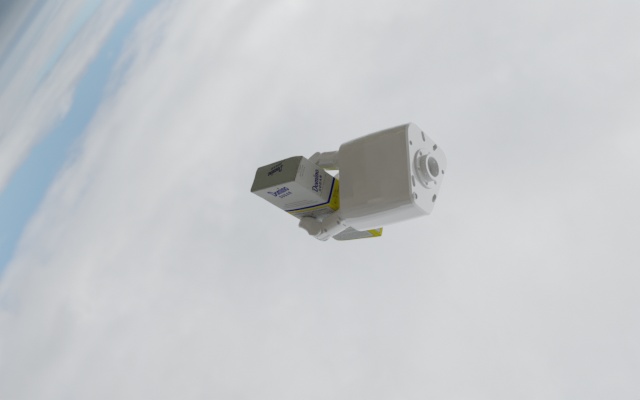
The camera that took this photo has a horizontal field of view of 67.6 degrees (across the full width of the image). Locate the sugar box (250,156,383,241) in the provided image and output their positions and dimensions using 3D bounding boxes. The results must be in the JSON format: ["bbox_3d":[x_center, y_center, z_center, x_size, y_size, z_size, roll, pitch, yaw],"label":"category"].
[{"bbox_3d":[0.000,0.002,0.666,0.093,0.048,0.176,-11,-36,44],"label":"sugar box"}]
